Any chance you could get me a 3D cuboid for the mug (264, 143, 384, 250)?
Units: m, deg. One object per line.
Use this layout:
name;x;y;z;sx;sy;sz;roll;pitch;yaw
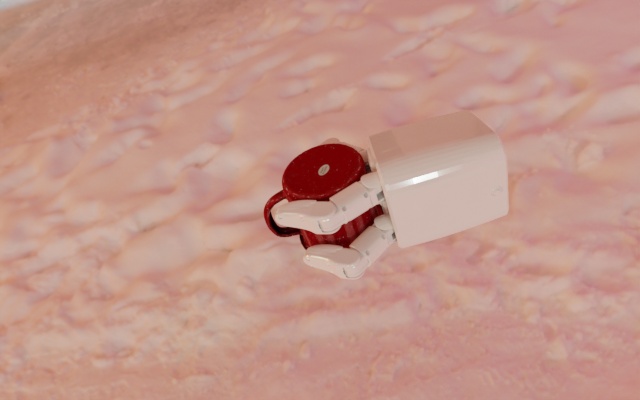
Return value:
mug;-0.001;0.002;0.474;0.117;0.082;0.093;-17;41;5
